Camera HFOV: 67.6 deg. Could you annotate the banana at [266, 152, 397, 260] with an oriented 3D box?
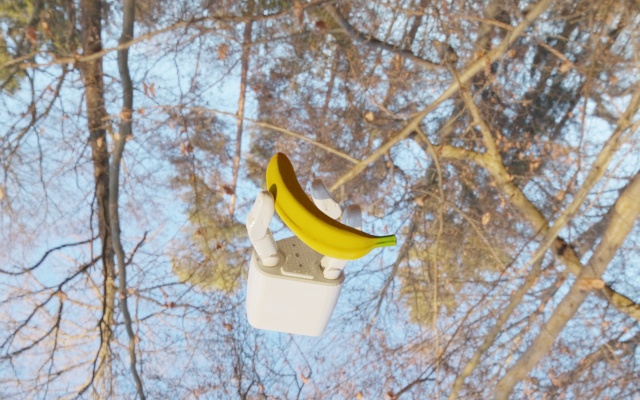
[{"bbox_3d":[-0.012,0.009,0.524,0.069,0.037,0.197,-23,48,-36],"label":"banana"}]
